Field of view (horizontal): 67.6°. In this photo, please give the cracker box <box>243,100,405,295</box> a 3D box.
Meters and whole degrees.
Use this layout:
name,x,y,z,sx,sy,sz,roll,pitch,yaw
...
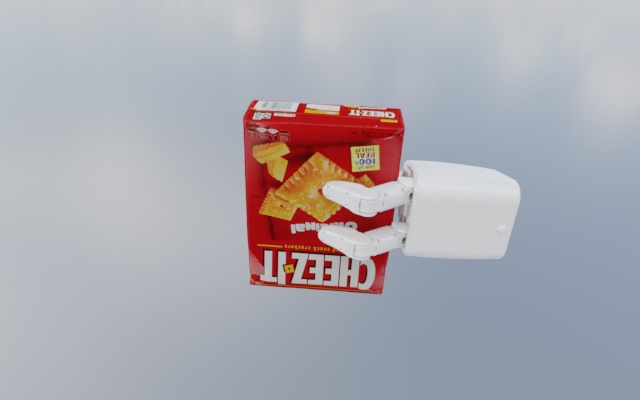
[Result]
name,x,y,z,sx,sy,sz,roll,pitch,yaw
cracker box,0.000,0.002,0.541,0.164,0.214,0.072,4,29,2
